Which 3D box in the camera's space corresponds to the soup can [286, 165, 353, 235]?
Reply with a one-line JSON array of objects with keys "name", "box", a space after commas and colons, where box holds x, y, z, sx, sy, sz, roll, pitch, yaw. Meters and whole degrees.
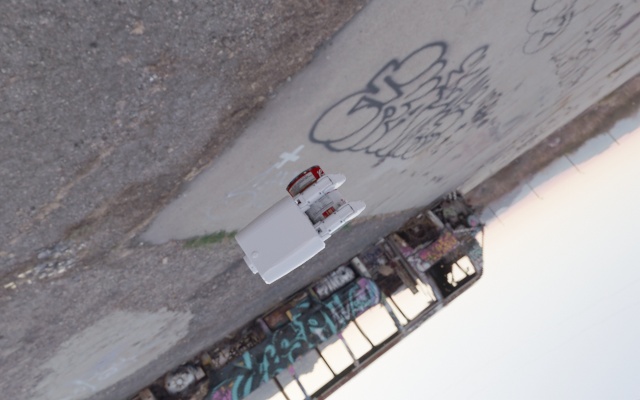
[{"name": "soup can", "box": [0.001, 0.003, 0.778, 0.068, 0.102, 0.068, -35, -11, -8]}]
